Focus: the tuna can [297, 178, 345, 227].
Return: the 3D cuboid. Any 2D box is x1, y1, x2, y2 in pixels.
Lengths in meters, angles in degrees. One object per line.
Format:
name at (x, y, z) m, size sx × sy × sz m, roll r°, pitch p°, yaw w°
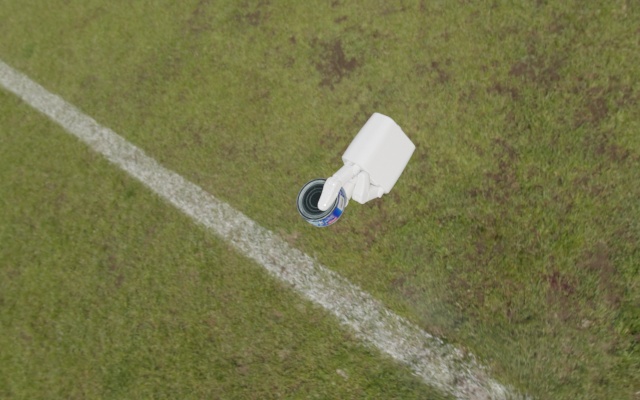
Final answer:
tuna can at (0.000, 0.003, 0.874) m, size 0.086 × 0.086 × 0.034 m, roll 0°, pitch -20°, yaw 26°
